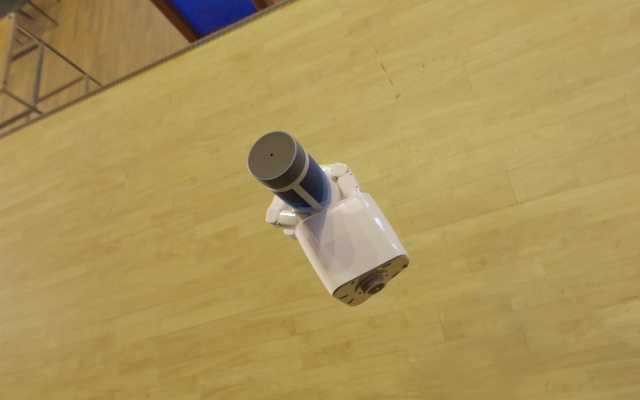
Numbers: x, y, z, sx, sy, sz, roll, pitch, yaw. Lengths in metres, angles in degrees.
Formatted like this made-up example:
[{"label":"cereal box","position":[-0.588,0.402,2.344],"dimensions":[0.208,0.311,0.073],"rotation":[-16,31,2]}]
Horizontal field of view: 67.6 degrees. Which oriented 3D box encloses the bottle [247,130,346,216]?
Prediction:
[{"label":"bottle","position":[0.000,0.002,0.680],"dimensions":[0.069,0.069,0.296],"rotation":[0,-22,25]}]
